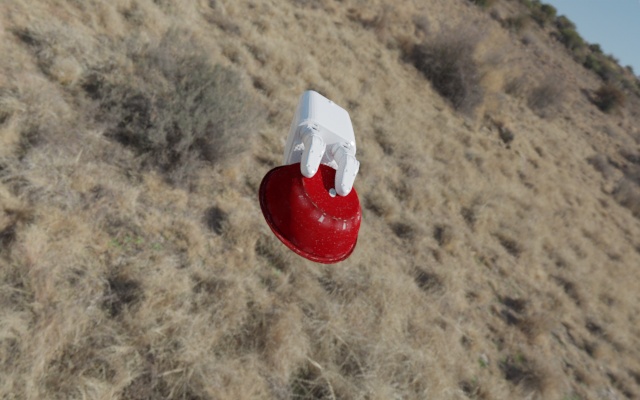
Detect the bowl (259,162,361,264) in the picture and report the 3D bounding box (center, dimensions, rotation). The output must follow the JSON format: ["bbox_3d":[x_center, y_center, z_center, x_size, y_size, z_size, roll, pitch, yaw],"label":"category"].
[{"bbox_3d":[0.001,0.003,0.643,0.162,0.162,0.055,0,-33,-41],"label":"bowl"}]
